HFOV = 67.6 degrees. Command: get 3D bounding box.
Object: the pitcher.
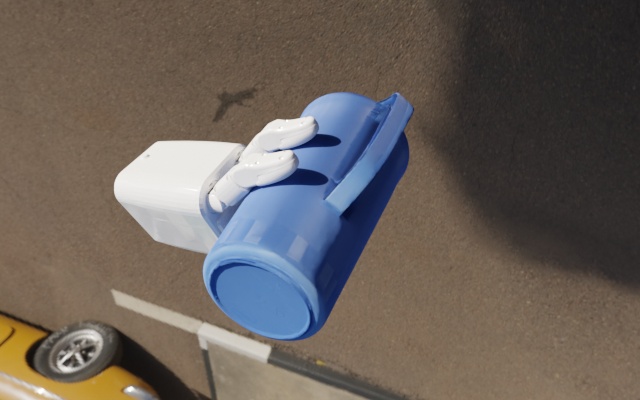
[{"bbox_3d":[0.000,0.001,0.450,0.145,0.149,0.242,7,40,20],"label":"pitcher"}]
